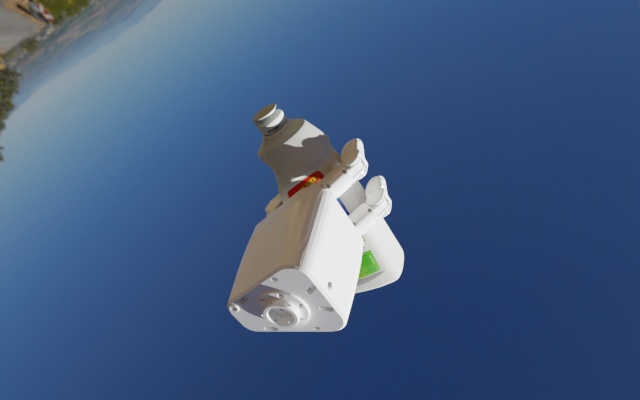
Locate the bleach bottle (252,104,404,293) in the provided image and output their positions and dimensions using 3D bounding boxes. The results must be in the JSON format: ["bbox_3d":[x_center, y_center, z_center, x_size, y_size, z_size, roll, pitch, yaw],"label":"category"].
[{"bbox_3d":[0.000,0.002,0.549,0.102,0.251,0.068,-19,33,28],"label":"bleach bottle"}]
